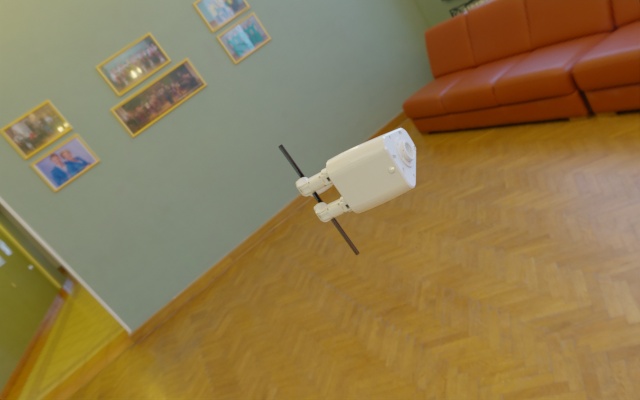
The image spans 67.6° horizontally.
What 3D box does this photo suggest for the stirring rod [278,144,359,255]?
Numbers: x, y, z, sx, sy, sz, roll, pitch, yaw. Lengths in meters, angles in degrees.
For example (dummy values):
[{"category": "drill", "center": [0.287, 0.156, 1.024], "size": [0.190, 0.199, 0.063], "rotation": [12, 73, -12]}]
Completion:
[{"category": "stirring rod", "center": [0.000, 0.003, 0.827], "size": [0.011, 0.239, 0.011], "rotation": [-32, 17, 11]}]
